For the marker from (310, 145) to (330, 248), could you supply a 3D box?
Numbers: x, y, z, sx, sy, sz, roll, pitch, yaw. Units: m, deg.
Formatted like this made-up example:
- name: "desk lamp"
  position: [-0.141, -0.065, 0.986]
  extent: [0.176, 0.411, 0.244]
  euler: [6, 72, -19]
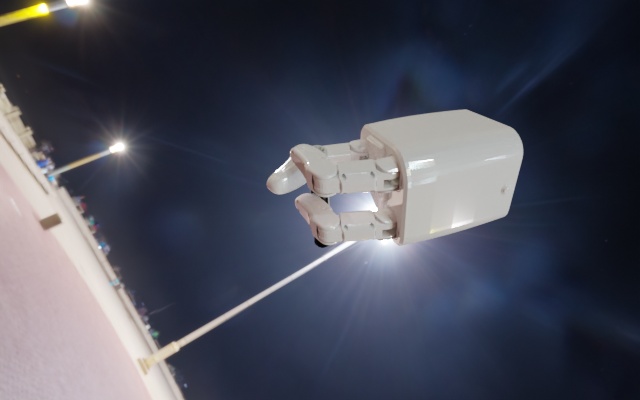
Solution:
- name: "marker"
  position: [0.000, 0.001, 0.458]
  extent: [0.020, 0.121, 0.020]
  euler: [-2, 42, 2]
